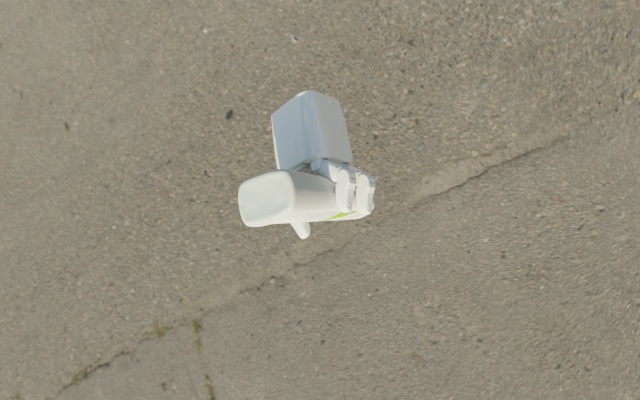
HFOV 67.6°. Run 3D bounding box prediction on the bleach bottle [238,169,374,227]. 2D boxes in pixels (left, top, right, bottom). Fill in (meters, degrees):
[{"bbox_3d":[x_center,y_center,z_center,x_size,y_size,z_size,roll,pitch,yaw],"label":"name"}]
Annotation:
[{"bbox_3d":[0.000,0.002,0.725,0.102,0.068,0.251,-16,-12,34],"label":"bleach bottle"}]
